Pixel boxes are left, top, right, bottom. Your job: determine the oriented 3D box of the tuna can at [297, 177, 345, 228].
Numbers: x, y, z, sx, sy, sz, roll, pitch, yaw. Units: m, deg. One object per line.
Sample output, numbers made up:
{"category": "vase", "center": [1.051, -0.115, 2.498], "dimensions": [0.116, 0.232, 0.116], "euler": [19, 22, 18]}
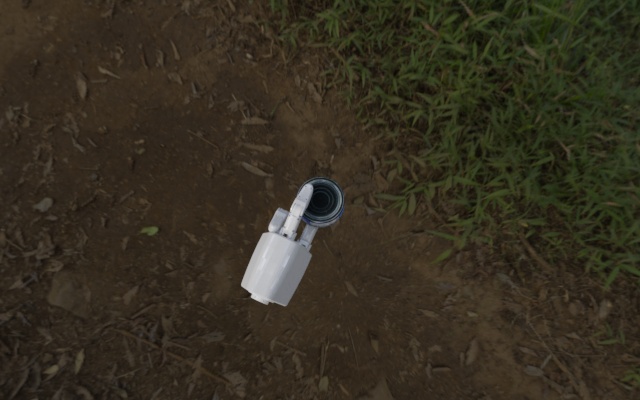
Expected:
{"category": "tuna can", "center": [0.000, 0.003, 0.841], "dimensions": [0.086, 0.086, 0.034], "euler": [0, -16, 1]}
